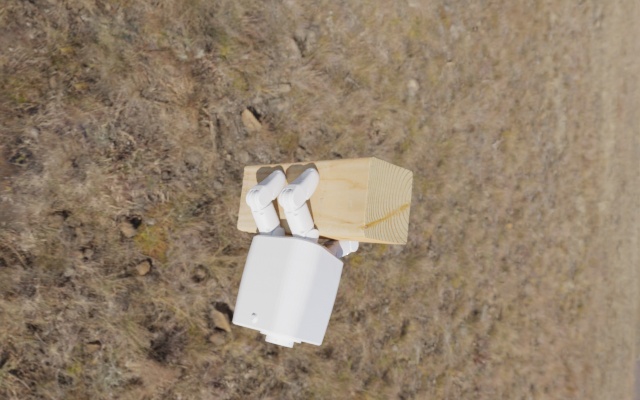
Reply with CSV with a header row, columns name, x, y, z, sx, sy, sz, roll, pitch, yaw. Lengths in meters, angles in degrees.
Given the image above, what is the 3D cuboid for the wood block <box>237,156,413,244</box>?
name,x,y,z,sx,sy,sz,roll,pitch,yaw
wood block,0.000,0.002,0.600,0.206,0.090,0.091,0,-9,40
